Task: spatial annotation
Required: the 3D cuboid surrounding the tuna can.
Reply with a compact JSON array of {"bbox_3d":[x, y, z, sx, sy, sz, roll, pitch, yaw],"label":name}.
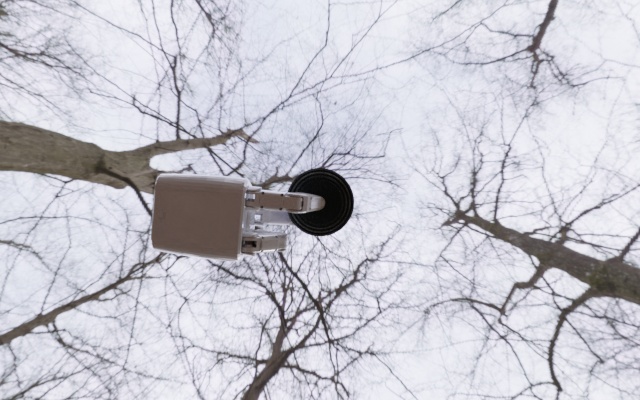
[{"bbox_3d":[0.000,0.002,0.611,0.086,0.086,0.034,0,1,3],"label":"tuna can"}]
